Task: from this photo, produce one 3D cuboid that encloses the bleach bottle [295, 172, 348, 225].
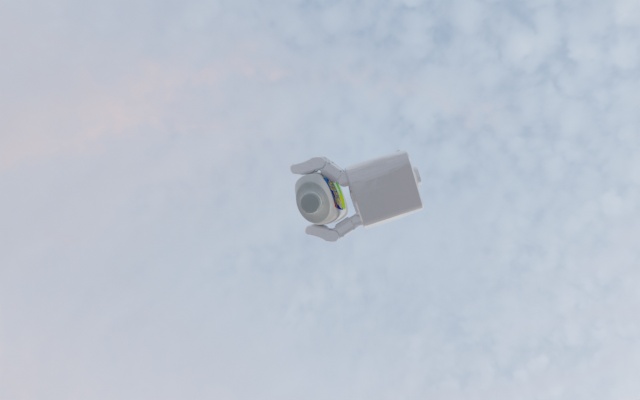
[{"bbox_3d":[0.000,0.003,0.810,0.068,0.102,0.251,-20,2,7],"label":"bleach bottle"}]
